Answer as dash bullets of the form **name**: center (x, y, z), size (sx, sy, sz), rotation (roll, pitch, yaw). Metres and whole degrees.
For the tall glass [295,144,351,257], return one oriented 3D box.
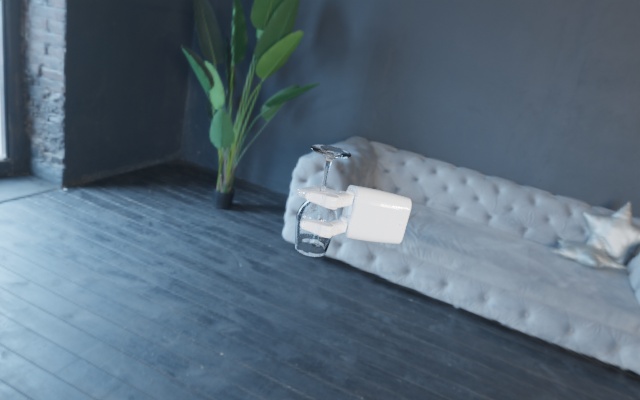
- **tall glass**: center (0.000, 0.002, 0.887), size (0.079, 0.201, 0.079), rotation (11, 20, -4)
